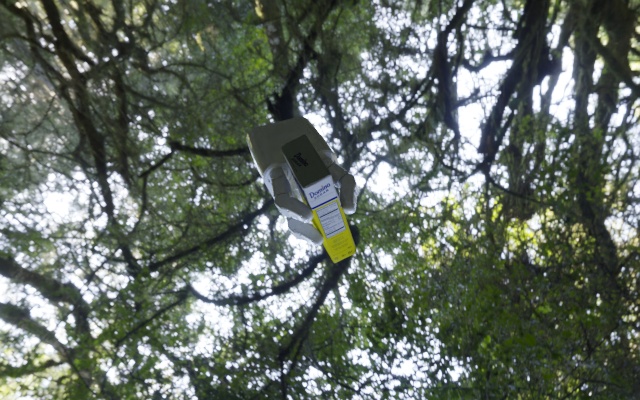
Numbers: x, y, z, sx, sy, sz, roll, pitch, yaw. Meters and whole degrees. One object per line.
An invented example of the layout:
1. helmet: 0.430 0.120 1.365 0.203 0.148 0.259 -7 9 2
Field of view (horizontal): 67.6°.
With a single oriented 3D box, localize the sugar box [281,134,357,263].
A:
1. sugar box: 0.000 0.002 0.672 0.048 0.093 0.176 -28 -42 -3
